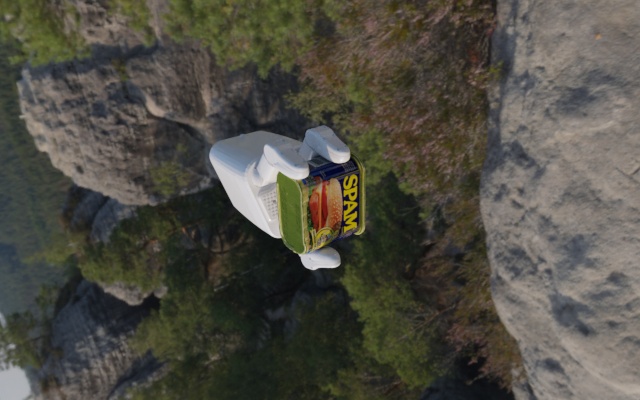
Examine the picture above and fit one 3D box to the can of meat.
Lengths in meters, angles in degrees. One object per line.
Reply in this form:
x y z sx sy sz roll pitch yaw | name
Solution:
0.000 0.002 0.531 0.084 0.102 0.057 -20 33 -31 | can of meat
